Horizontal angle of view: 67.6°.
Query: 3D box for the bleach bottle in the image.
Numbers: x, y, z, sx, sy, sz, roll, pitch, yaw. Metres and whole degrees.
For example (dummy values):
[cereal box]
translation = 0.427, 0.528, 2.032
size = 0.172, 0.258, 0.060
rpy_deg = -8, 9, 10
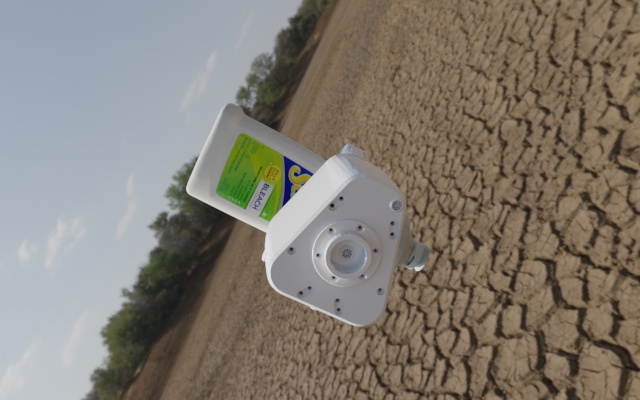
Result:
[bleach bottle]
translation = 0.000, 0.002, 0.488
size = 0.251, 0.102, 0.068
rpy_deg = 25, 8, -8
